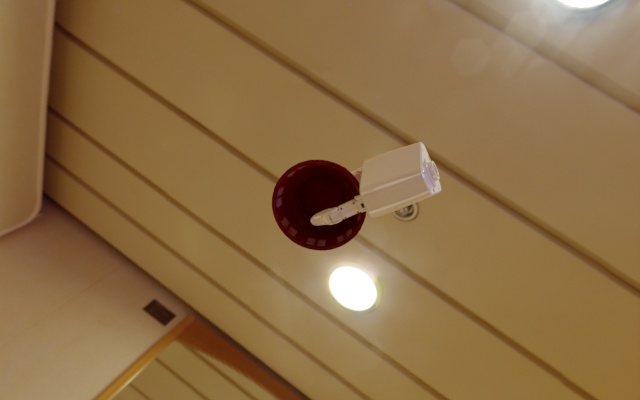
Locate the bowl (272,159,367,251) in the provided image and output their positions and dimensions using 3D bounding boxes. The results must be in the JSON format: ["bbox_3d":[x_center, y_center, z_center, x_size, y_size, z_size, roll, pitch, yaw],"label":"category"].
[{"bbox_3d":[-0.001,0.003,0.829,0.162,0.162,0.055,0,17,8],"label":"bowl"}]
